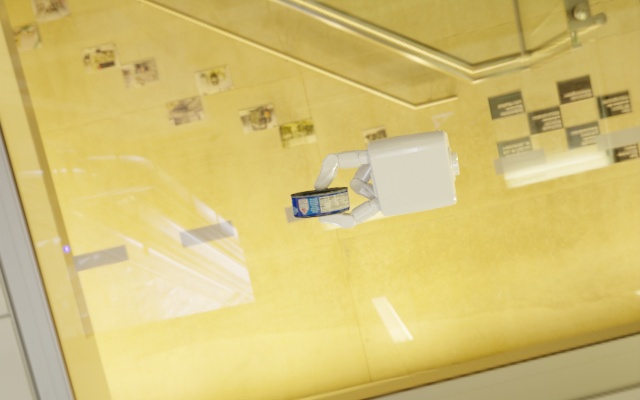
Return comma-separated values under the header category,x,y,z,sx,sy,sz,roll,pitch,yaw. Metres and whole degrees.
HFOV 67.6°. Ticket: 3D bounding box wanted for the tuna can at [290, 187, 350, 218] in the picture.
category,x,y,z,sx,sy,sz,roll,pitch,yaw
tuna can,0.000,0.003,0.702,0.086,0.034,0.086,-8,6,1
